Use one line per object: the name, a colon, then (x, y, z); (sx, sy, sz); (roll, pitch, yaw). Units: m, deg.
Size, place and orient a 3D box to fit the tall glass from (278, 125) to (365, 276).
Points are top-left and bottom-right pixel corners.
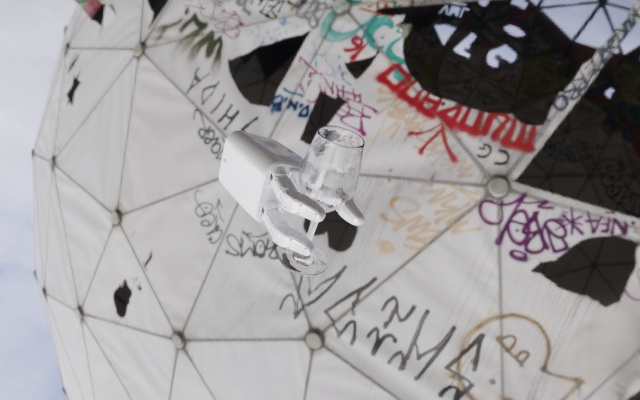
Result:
tall glass: (0.000, 0.003, 0.646); (0.079, 0.201, 0.079); (13, 30, -8)
